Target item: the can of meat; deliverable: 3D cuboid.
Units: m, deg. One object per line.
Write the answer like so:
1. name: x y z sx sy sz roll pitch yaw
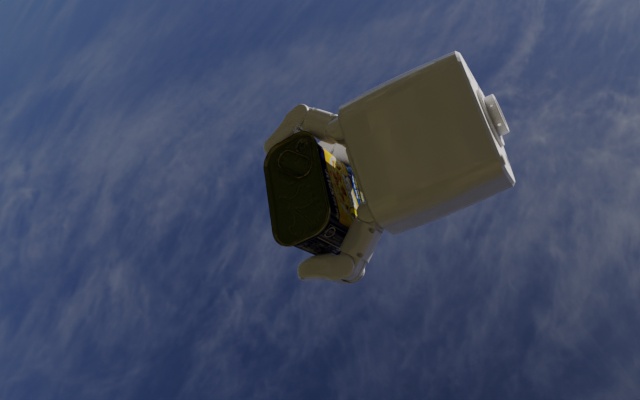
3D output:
1. can of meat: 0.000 0.002 0.433 0.057 0.102 0.084 -26 -32 24
